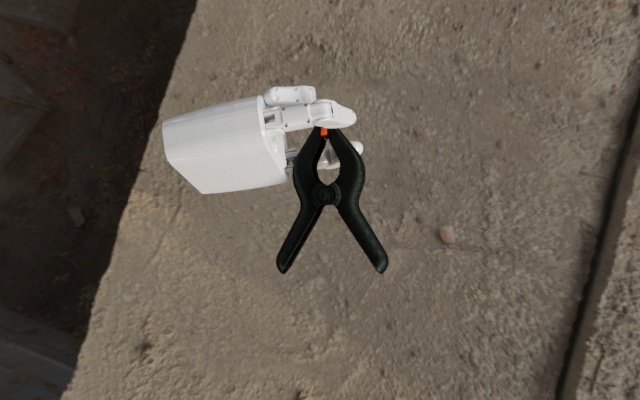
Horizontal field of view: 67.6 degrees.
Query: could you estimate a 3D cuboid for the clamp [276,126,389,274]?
[{"bbox_3d":[0.000,0.001,0.511,0.120,0.171,0.039,-10,-6,7],"label":"clamp"}]
